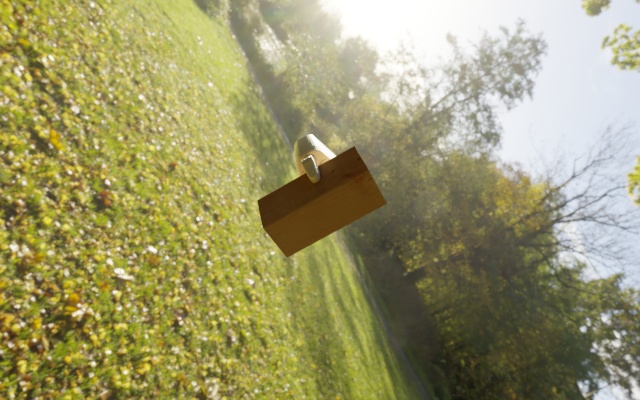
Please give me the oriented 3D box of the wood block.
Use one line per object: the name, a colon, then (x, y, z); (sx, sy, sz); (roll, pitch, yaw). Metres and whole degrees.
wood block: (0.000, 0.002, 0.863); (0.206, 0.091, 0.090); (-29, 37, 6)
